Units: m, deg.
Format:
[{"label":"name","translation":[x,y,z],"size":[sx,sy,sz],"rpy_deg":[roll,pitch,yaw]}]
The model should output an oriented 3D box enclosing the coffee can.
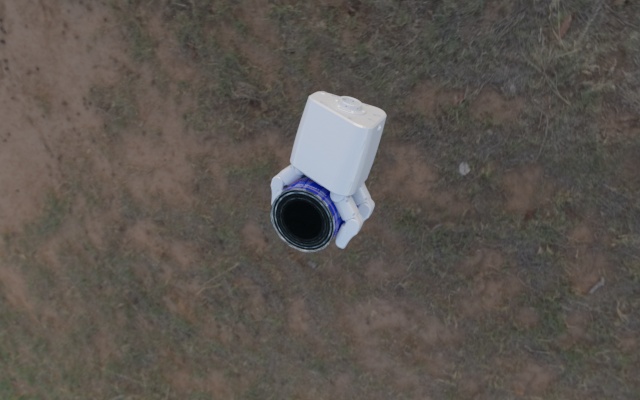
[{"label":"coffee can","translation":[0.000,0.003,0.745],"size":[0.103,0.103,0.140],"rpy_deg":[0,24,25]}]
